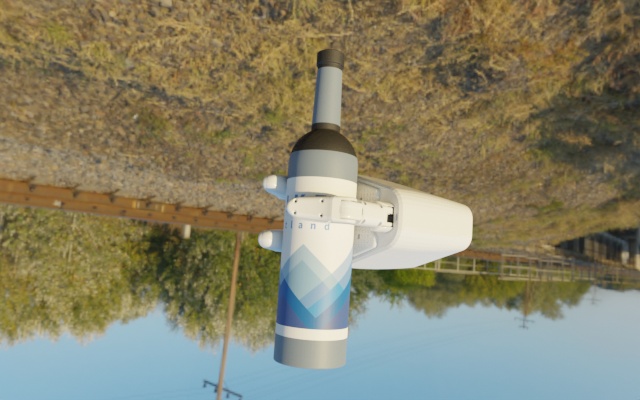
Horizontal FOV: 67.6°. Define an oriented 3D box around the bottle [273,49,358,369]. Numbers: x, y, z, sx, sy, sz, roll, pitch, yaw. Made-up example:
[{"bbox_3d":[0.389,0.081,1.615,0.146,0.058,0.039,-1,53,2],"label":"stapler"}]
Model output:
[{"bbox_3d":[0.000,0.002,0.455,0.069,0.295,0.069,4,-7,0],"label":"bottle"}]
